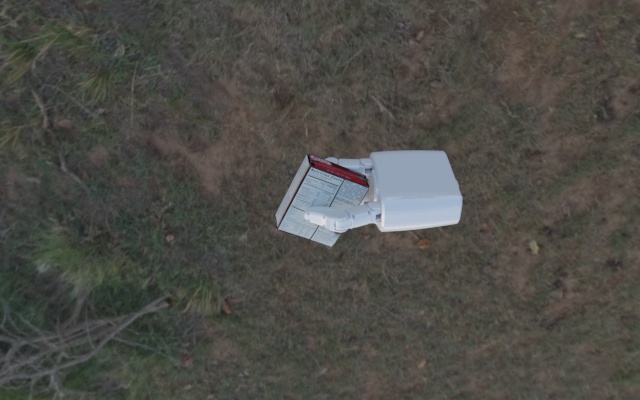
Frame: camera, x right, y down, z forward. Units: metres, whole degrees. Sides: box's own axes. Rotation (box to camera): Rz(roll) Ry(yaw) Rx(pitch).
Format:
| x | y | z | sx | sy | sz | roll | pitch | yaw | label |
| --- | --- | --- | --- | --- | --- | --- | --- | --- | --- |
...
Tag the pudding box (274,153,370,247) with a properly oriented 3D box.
| x | y | z | sx | sy | sz | roll | pitch | yaw | label |
| --- | --- | --- | --- | --- | --- | --- | --- | --- | --- |
| 0.000 | 0.002 | 0.645 | 0.090 | 0.113 | 0.039 | 20 | 27 | -19 | pudding box |
